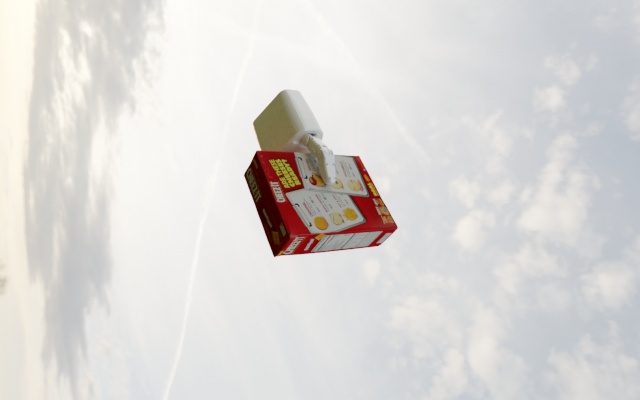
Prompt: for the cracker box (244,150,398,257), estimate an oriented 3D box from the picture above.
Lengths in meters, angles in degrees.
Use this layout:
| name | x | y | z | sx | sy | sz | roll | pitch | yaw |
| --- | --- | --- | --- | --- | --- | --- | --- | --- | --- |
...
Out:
| name | x | y | z | sx | sy | sz | roll | pitch | yaw |
| --- | --- | --- | --- | --- | --- | --- | --- | --- | --- |
| cracker box | 0.000 | 0.002 | 0.788 | 0.214 | 0.164 | 0.072 | -2 | -36 | -35 |
